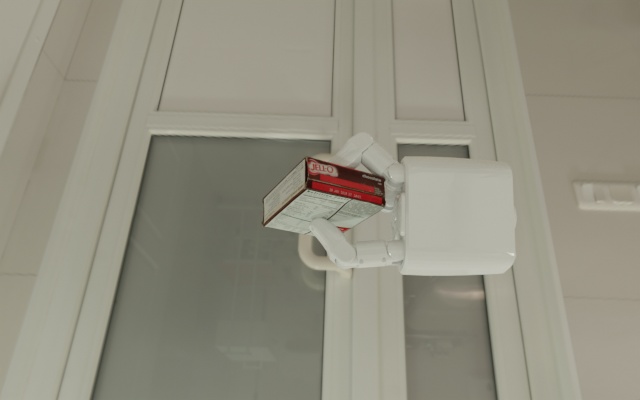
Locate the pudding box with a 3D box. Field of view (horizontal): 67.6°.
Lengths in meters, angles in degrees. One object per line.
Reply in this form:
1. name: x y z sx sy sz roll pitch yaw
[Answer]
1. pudding box: 0.000 0.002 0.495 0.090 0.039 0.113 14 -29 -25
